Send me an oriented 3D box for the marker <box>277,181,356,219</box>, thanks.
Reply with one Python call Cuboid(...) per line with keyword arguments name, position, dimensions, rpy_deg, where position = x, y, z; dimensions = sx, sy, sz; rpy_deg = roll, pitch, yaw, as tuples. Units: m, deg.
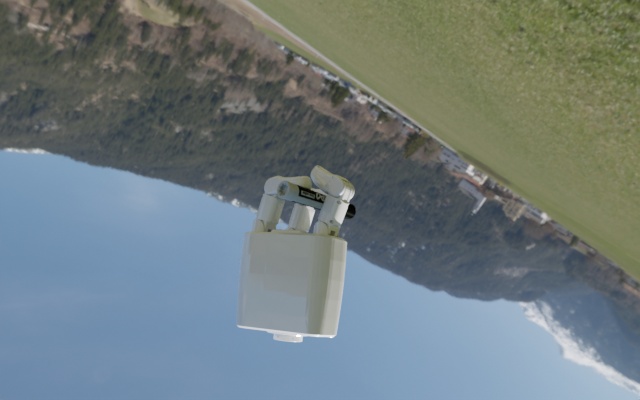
Cuboid(name="marker", position=(0.000, 0.002, 0.534), dimensions=(0.020, 0.020, 0.121), rpy_deg=(0, -13, 41))
